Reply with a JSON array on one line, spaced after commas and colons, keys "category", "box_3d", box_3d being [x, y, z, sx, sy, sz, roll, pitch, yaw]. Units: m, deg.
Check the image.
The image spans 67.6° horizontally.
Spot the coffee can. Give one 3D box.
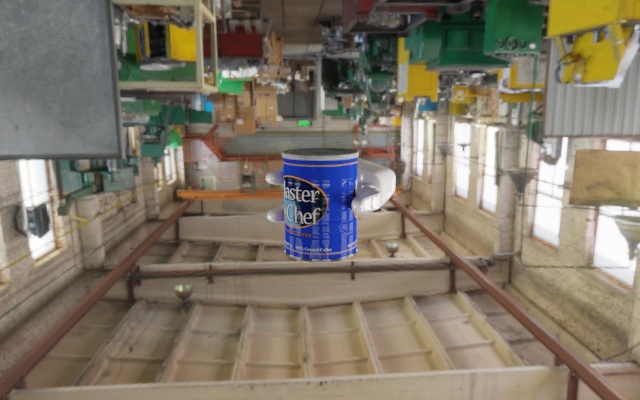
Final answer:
[{"category": "coffee can", "box_3d": [0.000, 0.002, 0.655, 0.103, 0.140, 0.103, 0, 11, 0]}]
